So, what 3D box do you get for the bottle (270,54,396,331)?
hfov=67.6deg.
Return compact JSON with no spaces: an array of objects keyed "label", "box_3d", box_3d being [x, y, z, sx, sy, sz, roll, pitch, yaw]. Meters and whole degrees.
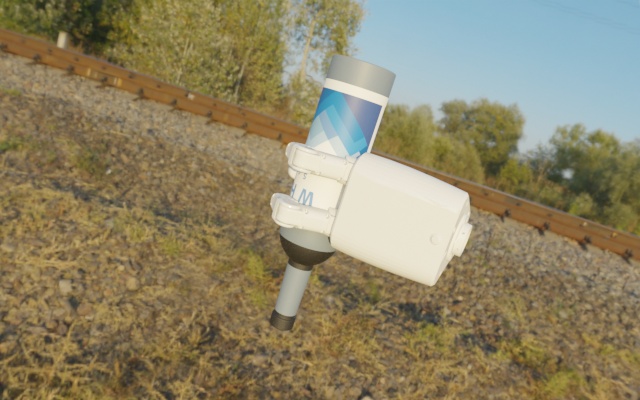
[{"label":"bottle","box_3d":[0.000,0.001,0.507,0.069,0.296,0.069,17,11,-3]}]
